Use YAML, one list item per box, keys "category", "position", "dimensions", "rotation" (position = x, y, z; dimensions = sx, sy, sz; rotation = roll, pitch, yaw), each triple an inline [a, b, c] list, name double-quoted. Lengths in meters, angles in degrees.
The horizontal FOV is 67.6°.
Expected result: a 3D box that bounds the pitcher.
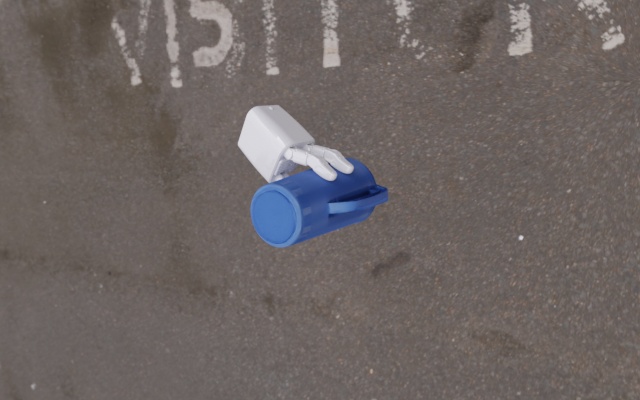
- category: "pitcher"
  position: [0.000, 0.003, 0.856]
  dimensions: [0.243, 0.145, 0.149]
  rotation: [-20, -25, -54]
